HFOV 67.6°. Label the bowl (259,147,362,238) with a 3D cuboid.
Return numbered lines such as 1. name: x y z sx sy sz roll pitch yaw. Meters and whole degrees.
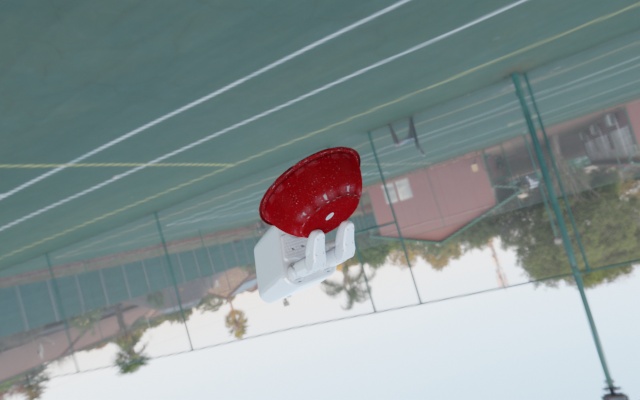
1. bowl: 0.001 0.002 0.648 0.162 0.055 0.162 -27 -26 -14
